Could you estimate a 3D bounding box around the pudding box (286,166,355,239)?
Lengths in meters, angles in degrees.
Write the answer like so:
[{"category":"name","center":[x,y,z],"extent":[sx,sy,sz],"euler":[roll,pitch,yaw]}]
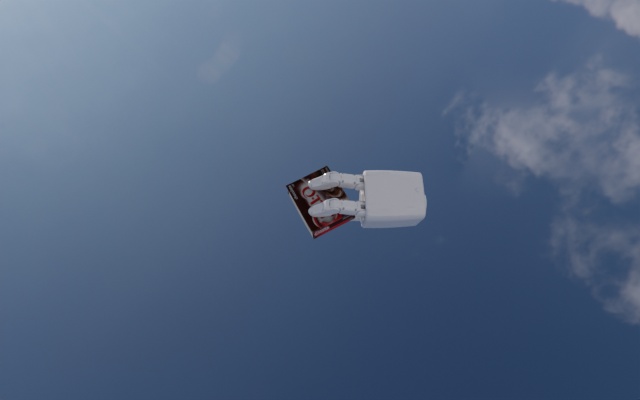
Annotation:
[{"category":"pudding box","center":[0.000,0.003,0.887],"extent":[0.090,0.113,0.039],"euler":[-26,-27,-11]}]
